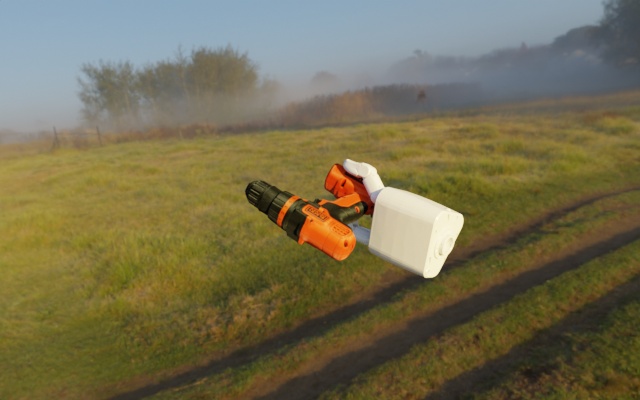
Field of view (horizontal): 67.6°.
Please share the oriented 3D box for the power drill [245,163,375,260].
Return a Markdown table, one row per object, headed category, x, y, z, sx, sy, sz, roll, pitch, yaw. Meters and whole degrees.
| category | x | y | z | sx | sy | sz | roll | pitch | yaw |
| --- | --- | --- | --- | --- | --- | --- | --- | --- | --- |
| power drill | 0.001 | 0.002 | 0.746 | 0.184 | 0.057 | 0.187 | 33 | 35 | 17 |
